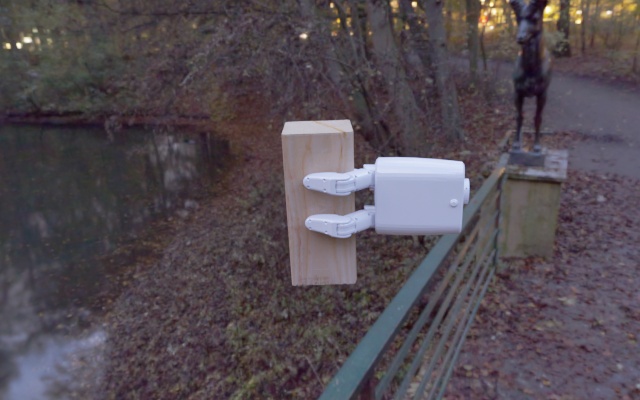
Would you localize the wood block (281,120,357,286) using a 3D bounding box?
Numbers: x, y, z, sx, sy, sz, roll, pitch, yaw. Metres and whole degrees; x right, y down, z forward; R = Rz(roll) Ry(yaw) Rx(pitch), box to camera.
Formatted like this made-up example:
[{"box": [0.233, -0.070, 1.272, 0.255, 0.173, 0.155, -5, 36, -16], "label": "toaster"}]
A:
[{"box": [0.000, 0.002, 0.647, 0.090, 0.206, 0.090, -2, 19, 1], "label": "wood block"}]
